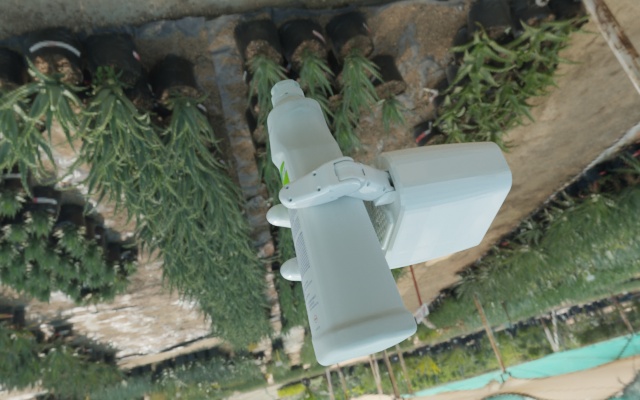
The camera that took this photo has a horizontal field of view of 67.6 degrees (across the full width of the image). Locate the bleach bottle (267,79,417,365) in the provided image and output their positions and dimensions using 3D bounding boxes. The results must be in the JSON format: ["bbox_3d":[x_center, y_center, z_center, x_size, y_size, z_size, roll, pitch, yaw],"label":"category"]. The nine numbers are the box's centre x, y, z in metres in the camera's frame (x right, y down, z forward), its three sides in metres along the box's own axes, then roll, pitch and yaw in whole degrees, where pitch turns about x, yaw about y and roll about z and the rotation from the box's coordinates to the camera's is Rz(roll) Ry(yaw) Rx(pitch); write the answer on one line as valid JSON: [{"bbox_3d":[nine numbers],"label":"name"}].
[{"bbox_3d":[0.000,0.001,0.402,0.068,0.250,0.103,-10,-23,-15],"label":"bleach bottle"}]
